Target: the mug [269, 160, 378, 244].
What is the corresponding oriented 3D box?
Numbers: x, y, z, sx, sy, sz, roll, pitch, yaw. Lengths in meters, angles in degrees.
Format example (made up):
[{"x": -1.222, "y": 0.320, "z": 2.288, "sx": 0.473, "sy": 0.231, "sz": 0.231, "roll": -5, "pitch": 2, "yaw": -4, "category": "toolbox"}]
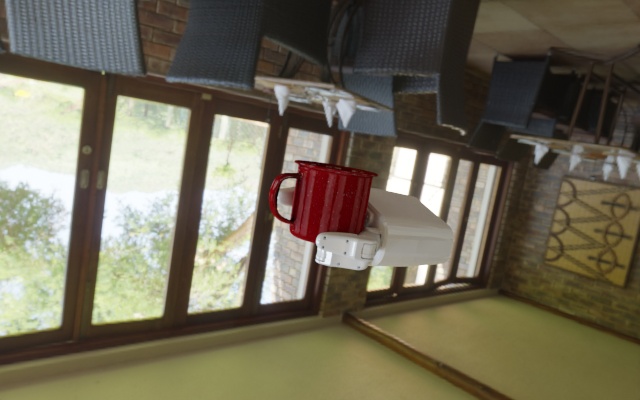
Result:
[{"x": -0.001, "y": 0.002, "z": 0.522, "sx": 0.117, "sy": 0.081, "sz": 0.093, "roll": 6, "pitch": 8, "yaw": -28, "category": "mug"}]
